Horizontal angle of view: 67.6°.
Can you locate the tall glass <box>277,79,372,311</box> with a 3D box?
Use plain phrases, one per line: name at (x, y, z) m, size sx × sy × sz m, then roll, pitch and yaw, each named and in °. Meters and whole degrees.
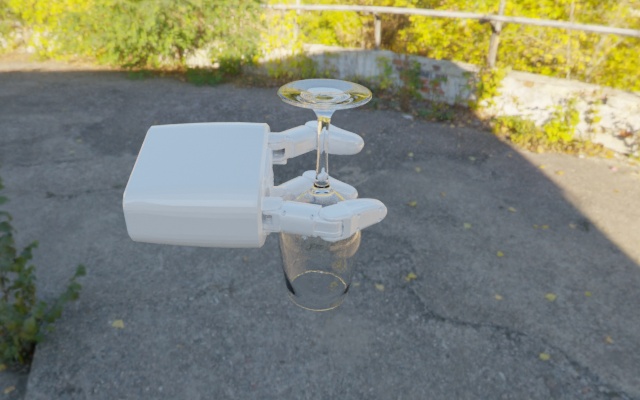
tall glass at (0.000, 0.001, 0.424) m, size 0.079 × 0.201 × 0.079 m, roll 1°, pitch 29°, yaw -1°
